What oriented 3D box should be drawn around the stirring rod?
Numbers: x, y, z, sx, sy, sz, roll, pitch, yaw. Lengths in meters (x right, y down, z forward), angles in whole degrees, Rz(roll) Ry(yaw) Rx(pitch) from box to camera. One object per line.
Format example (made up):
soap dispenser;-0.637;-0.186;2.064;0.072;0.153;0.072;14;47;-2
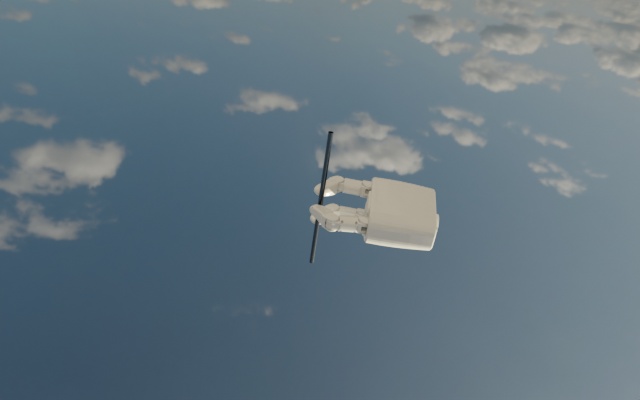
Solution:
stirring rod;0.000;0.002;0.767;0.011;0.240;0.011;6;29;-4
